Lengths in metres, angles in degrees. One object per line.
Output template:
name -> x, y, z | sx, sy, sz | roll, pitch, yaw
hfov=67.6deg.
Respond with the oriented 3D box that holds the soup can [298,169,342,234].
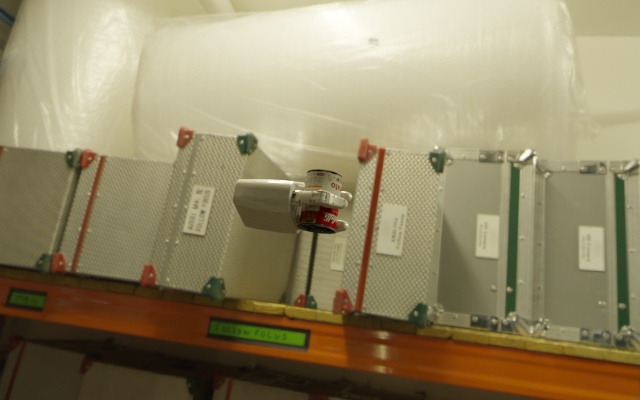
soup can -> 0.001, 0.003, 0.852 | 0.068, 0.102, 0.068 | 8, -15, 2
